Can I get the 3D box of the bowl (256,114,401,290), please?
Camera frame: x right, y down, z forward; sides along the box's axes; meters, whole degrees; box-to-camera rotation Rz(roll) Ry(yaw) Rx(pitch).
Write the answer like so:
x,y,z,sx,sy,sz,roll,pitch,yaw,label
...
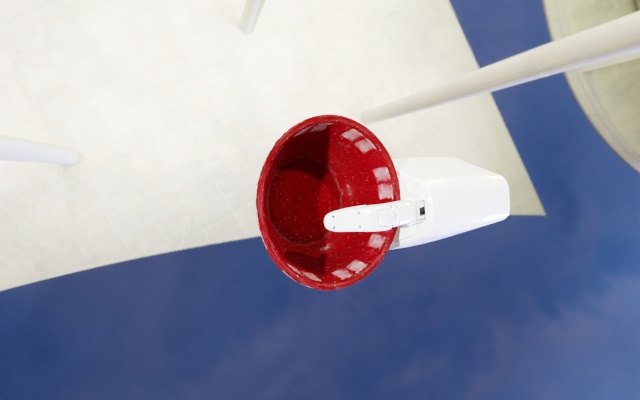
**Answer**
x,y,z,sx,sy,sz,roll,pitch,yaw,label
-0.001,0.001,0.460,0.162,0.162,0.055,0,1,-34,bowl
